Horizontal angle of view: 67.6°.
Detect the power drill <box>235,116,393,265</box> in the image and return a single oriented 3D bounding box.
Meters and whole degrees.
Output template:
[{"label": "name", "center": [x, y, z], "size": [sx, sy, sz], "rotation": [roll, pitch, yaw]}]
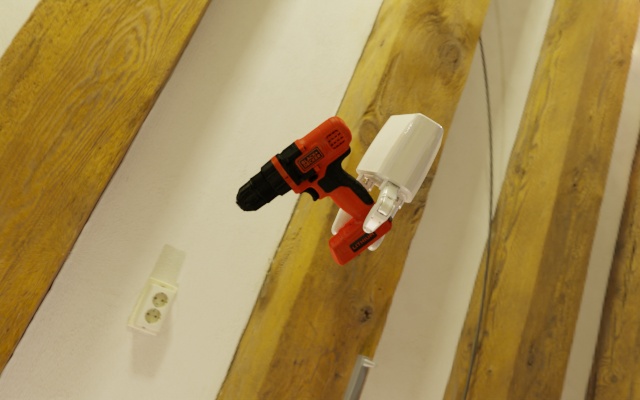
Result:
[{"label": "power drill", "center": [0.001, 0.002, 0.676], "size": [0.184, 0.188, 0.057], "rotation": [-36, 24, 4]}]
